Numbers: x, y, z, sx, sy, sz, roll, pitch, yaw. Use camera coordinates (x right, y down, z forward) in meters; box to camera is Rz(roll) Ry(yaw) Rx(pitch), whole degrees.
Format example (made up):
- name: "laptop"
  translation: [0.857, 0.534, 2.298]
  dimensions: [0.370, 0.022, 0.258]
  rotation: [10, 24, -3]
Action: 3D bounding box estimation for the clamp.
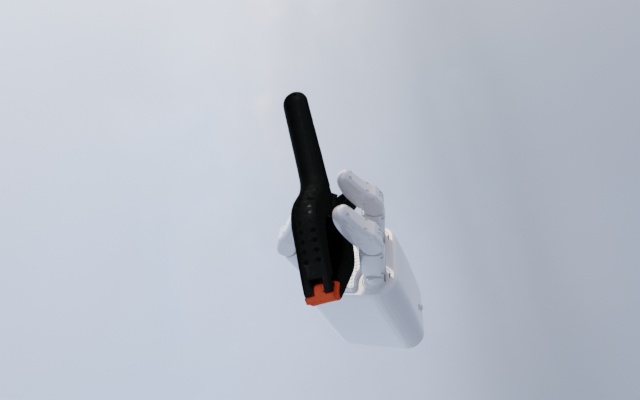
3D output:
- name: "clamp"
  translation: [-0.001, 0.002, 0.465]
  dimensions: [0.036, 0.165, 0.209]
  rotation: [-19, 36, 21]
